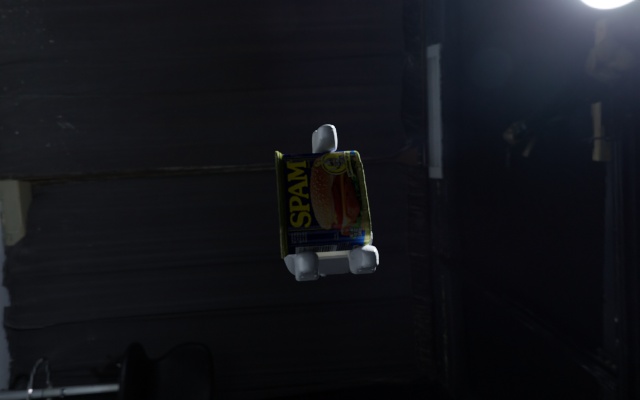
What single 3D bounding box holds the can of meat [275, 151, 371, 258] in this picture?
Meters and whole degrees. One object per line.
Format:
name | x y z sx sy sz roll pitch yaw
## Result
can of meat | 0.000 0.001 0.467 0.084 0.102 0.057 -3 -24 -5
